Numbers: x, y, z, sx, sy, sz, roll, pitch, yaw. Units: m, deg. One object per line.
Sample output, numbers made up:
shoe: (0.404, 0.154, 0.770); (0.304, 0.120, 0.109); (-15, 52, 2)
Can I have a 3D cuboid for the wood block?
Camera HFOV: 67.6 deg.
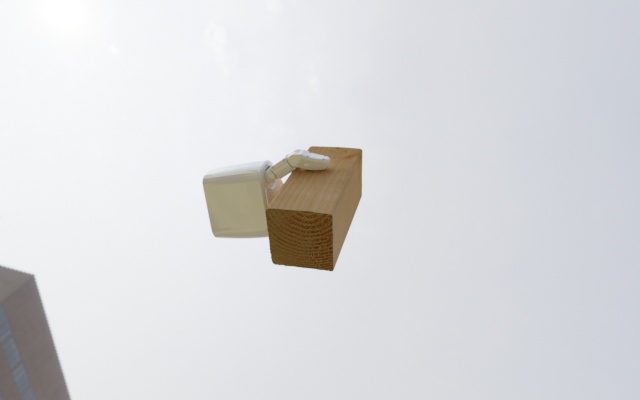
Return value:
wood block: (0.000, 0.002, 0.701); (0.090, 0.091, 0.206); (5, 31, 14)
